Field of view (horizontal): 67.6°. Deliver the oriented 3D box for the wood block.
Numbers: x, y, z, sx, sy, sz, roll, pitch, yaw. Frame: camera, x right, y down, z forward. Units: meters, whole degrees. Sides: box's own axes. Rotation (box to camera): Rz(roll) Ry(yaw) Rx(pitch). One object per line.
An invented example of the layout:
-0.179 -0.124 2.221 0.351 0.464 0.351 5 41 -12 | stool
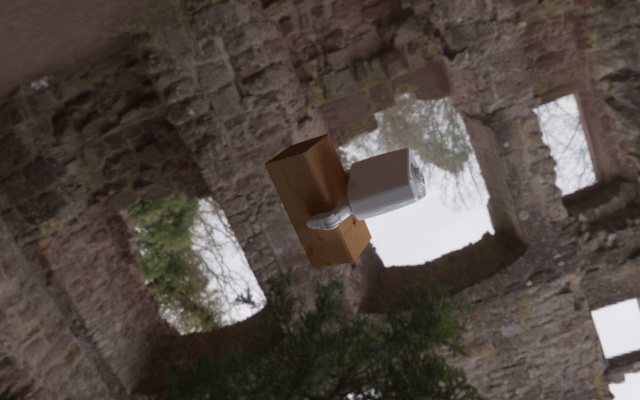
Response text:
0.000 0.003 0.829 0.090 0.206 0.090 -13 19 35 | wood block
